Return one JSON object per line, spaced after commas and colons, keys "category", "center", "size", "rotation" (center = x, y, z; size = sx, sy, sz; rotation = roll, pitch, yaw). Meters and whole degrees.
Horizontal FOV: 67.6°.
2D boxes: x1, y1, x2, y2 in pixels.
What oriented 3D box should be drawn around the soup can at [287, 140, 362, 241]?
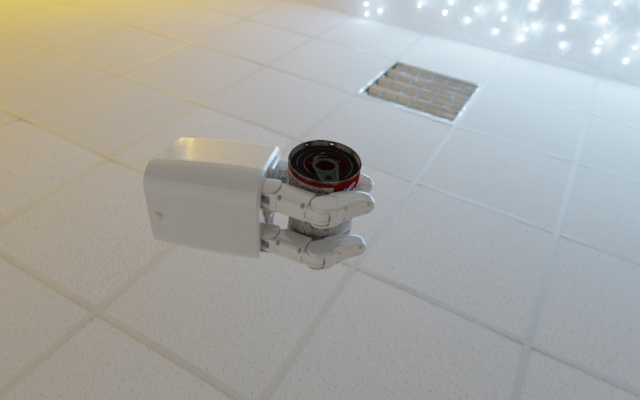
{"category": "soup can", "center": [0.001, 0.002, 0.470], "size": [0.068, 0.102, 0.068], "rotation": [4, 40, -3]}
